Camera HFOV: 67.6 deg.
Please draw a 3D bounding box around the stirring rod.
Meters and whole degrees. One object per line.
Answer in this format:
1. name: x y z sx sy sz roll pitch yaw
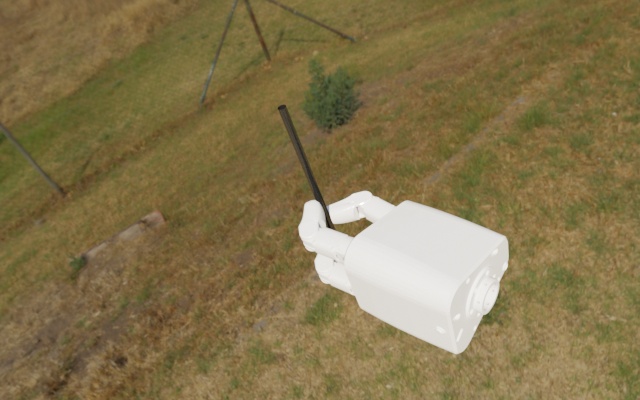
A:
1. stirring rod: 0.000 0.002 0.505 0.011 0.240 0.011 -12 41 11
